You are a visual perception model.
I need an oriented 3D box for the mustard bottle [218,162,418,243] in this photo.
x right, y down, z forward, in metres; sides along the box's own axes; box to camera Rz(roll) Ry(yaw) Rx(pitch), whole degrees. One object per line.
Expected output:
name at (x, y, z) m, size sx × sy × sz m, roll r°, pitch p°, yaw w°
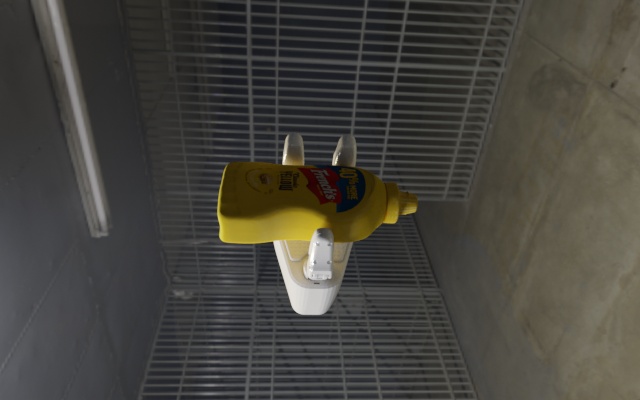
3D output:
mustard bottle at (0.000, 0.001, 0.472) m, size 0.191 × 0.058 × 0.096 m, roll 1°, pitch 35°, yaw -4°
